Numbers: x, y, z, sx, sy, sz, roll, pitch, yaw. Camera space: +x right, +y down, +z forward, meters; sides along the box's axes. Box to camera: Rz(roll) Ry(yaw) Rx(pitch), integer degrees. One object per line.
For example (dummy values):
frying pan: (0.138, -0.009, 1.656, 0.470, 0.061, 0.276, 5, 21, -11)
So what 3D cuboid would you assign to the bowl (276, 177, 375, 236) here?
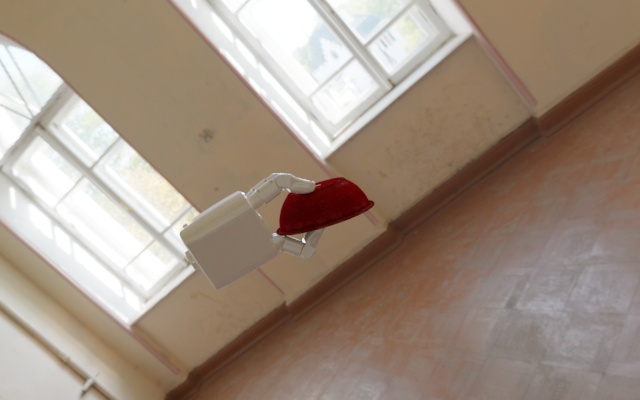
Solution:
bowl: (0.001, 0.002, 0.748, 0.162, 0.055, 0.162, -16, 7, 2)
